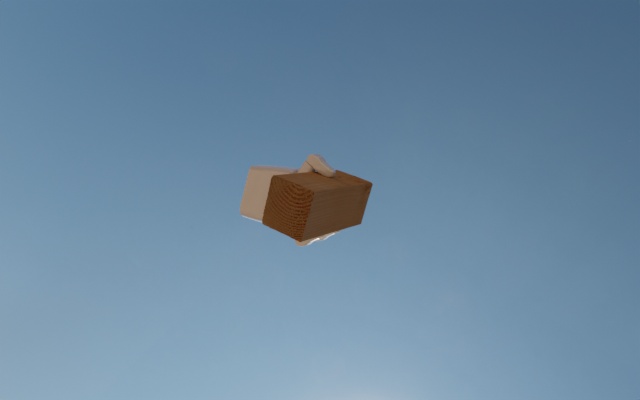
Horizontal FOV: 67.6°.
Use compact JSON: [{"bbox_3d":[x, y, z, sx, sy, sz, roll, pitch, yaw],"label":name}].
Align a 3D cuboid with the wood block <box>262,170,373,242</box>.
[{"bbox_3d":[0.000,0.002,0.866,0.090,0.091,0.206,23,18,29],"label":"wood block"}]
